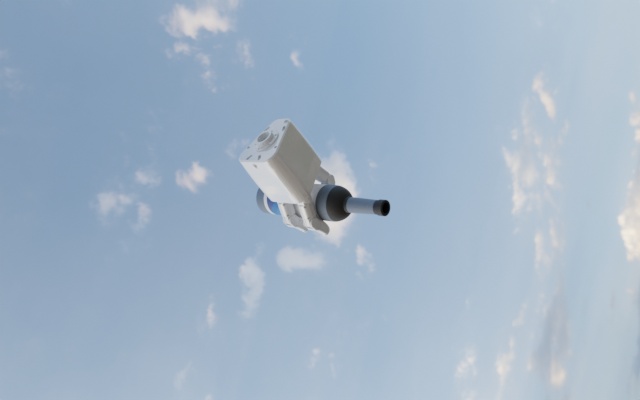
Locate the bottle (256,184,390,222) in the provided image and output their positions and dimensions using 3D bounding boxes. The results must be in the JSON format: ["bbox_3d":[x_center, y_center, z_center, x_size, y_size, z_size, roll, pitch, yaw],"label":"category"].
[{"bbox_3d":[0.000,0.003,0.883,0.295,0.069,0.069,5,3,43],"label":"bottle"}]
